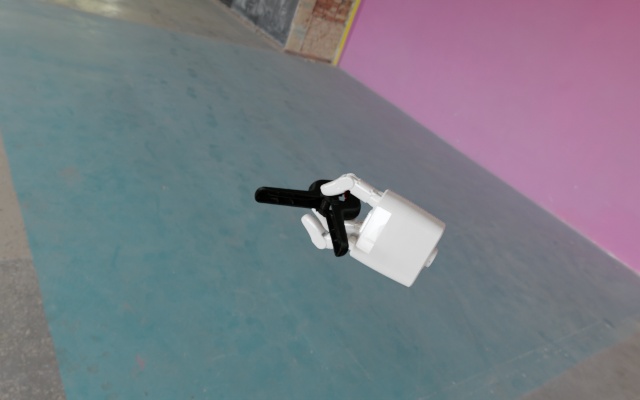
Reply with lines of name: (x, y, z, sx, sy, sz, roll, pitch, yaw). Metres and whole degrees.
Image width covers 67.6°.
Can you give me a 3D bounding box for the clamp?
clamp: (0.001, 0.002, 0.771, 0.164, 0.036, 0.210, 31, 27, 8)
